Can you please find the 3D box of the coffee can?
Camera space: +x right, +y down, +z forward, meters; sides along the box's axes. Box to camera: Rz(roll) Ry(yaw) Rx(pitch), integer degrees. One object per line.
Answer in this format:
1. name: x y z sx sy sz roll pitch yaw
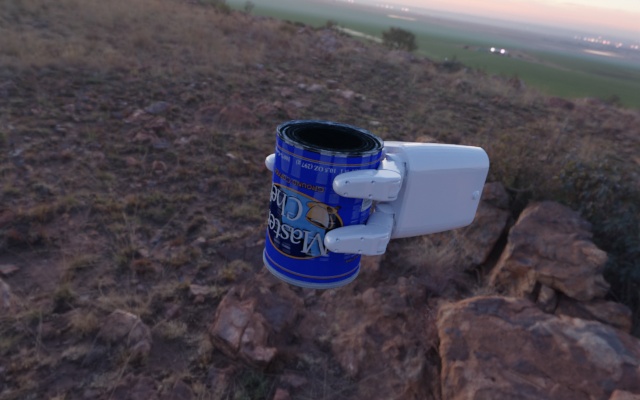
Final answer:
1. coffee can: 0.000 0.002 0.476 0.103 0.140 0.102 7 24 -3
